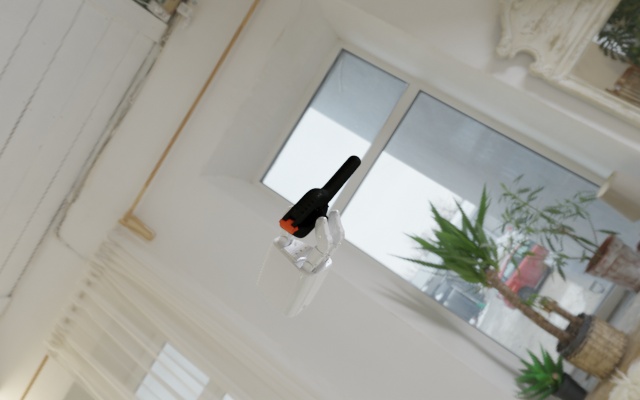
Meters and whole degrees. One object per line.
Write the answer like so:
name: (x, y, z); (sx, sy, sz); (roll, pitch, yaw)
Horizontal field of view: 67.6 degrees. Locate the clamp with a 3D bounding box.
clamp: (-0.001, 0.003, 0.832); (0.036, 0.165, 0.210); (31, 24, 18)
